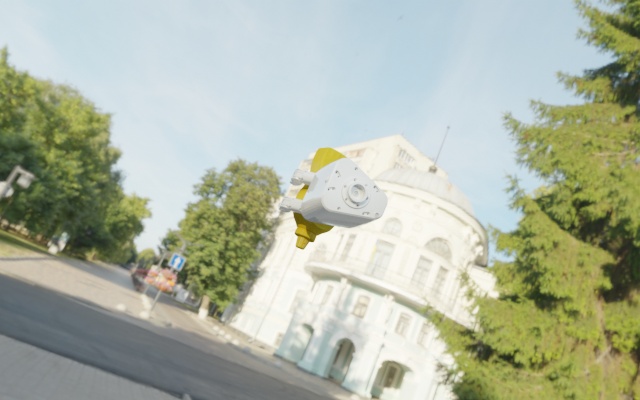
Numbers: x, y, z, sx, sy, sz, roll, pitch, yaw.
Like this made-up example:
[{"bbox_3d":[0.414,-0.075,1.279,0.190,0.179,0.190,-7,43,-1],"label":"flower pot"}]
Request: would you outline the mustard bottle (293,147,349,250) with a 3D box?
[{"bbox_3d":[0.000,0.003,0.894,0.096,0.191,0.058,36,-20,-36],"label":"mustard bottle"}]
